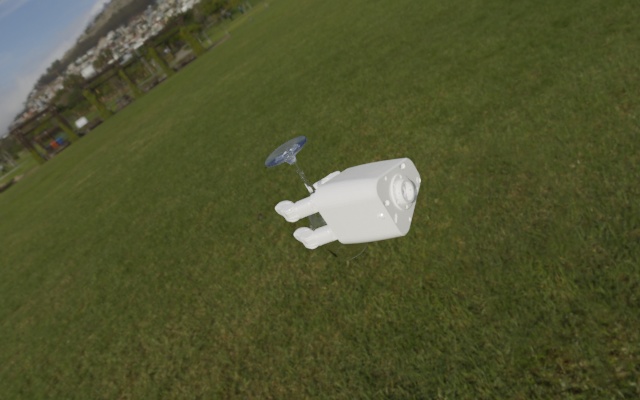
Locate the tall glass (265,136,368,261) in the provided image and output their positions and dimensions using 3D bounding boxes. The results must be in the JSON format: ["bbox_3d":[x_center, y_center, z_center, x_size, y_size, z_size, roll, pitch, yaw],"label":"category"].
[{"bbox_3d":[0.000,0.002,0.742,0.079,0.201,0.079,-28,24,14],"label":"tall glass"}]
